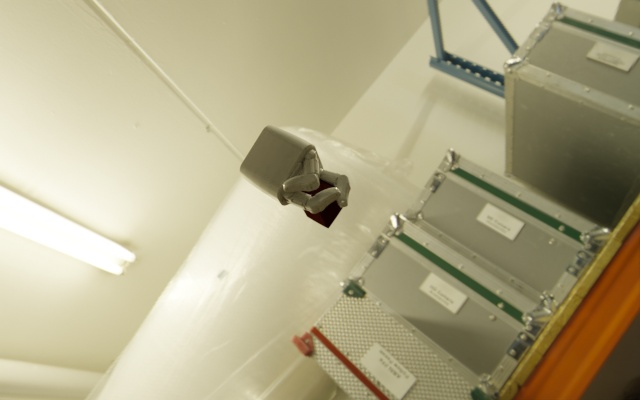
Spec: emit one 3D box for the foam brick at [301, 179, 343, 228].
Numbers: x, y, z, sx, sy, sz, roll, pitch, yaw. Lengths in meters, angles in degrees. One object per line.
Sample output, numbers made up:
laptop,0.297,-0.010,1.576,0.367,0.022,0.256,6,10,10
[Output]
foam brick,0.000,0.003,0.859,0.051,0.053,0.078,27,-21,28
